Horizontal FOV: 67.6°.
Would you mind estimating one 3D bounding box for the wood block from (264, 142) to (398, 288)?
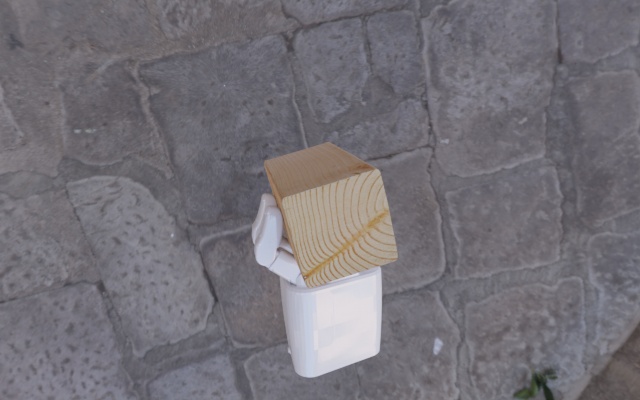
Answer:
[{"bbox_3d":[0.000,0.002,0.514,0.091,0.090,0.206,-17,16,-7],"label":"wood block"}]
